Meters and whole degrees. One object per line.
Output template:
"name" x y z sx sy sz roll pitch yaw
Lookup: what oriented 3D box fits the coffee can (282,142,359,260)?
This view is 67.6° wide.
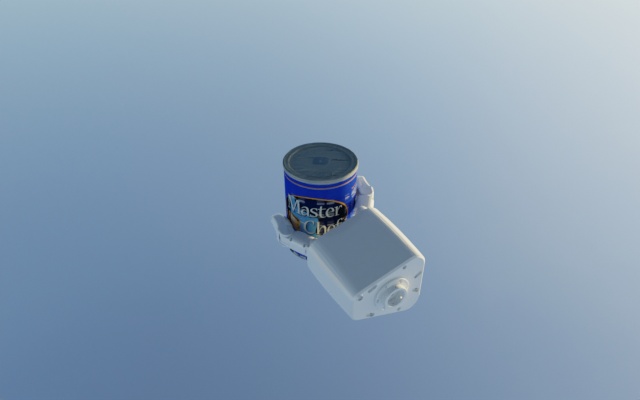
"coffee can" 0.000 0.002 0.684 0.103 0.140 0.102 0 35 0
